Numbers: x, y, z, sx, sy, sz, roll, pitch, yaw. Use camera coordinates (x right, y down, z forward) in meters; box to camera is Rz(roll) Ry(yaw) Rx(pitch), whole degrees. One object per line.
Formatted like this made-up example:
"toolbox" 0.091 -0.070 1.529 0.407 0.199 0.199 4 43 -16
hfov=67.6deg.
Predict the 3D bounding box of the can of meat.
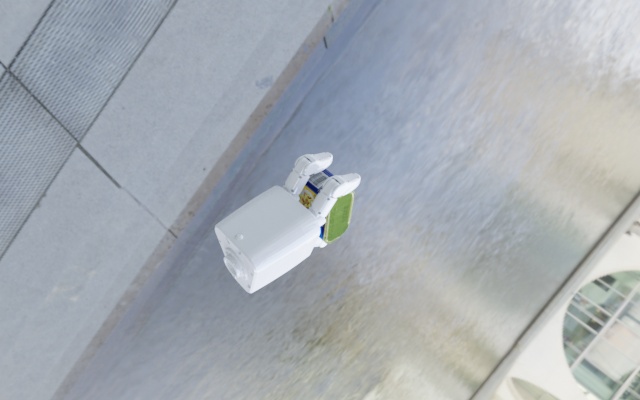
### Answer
"can of meat" 0.000 0.003 0.701 0.057 0.102 0.084 -31 55 -30
